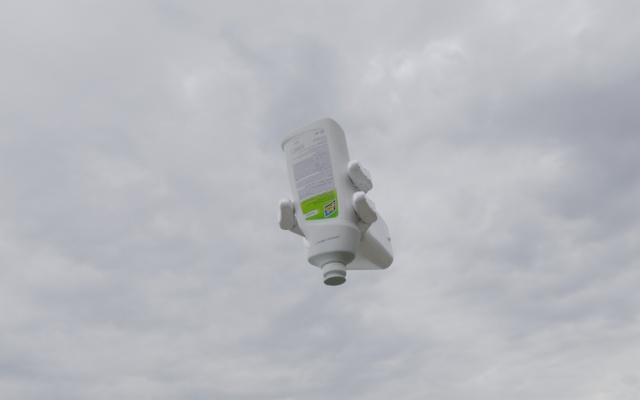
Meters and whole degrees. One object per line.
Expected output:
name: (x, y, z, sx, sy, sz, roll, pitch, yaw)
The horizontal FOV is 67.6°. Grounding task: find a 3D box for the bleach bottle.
bleach bottle: (0.000, 0.002, 0.675, 0.102, 0.250, 0.068, -23, -38, 23)
